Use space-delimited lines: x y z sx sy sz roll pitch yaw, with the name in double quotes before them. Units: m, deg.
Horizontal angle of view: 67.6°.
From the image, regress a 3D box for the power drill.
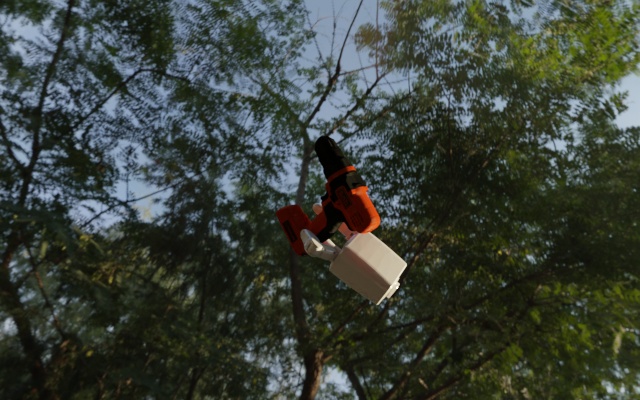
"power drill" 0.000 0.003 0.851 0.057 0.184 0.188 -13 -20 -46
